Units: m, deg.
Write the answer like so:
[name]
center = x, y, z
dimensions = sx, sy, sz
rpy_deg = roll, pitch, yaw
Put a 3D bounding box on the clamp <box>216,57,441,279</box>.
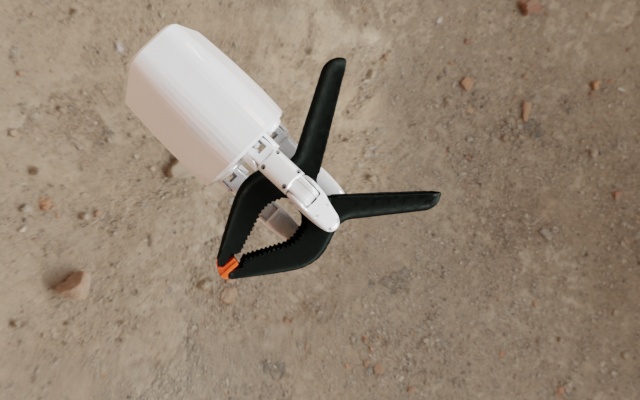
[clamp]
center = 0.000, 0.002, 0.425
dimensions = 0.164, 0.210, 0.036
rpy_deg = 45, -7, -12
